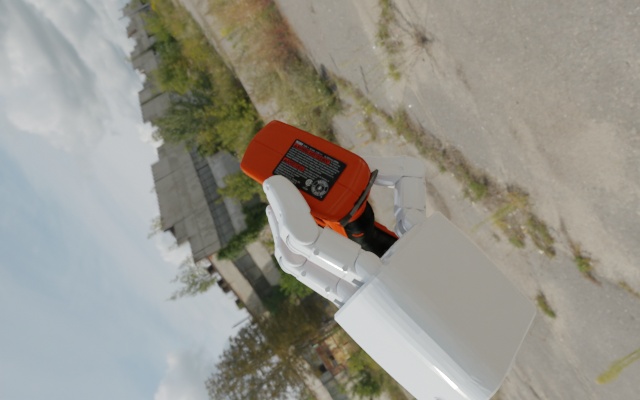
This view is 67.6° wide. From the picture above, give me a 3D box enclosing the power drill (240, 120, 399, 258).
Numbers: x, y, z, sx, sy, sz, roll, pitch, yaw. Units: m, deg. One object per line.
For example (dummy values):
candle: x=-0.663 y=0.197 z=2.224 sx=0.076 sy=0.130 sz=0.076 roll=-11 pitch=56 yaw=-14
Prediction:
power drill: x=0.000 y=0.001 z=0.450 sx=0.184 sy=0.057 sz=0.188 roll=26 pitch=-11 yaw=27
